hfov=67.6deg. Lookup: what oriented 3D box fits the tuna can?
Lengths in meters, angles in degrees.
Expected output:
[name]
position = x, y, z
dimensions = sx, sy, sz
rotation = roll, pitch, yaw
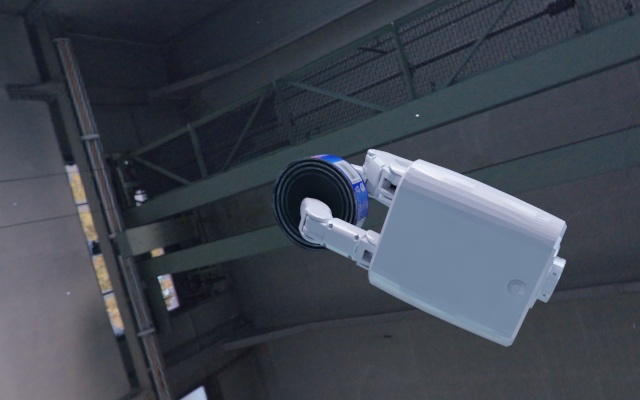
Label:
[tuna can]
position = 0.000, 0.001, 0.436
dimensions = 0.086, 0.086, 0.033
rotation = 0, 11, 28
